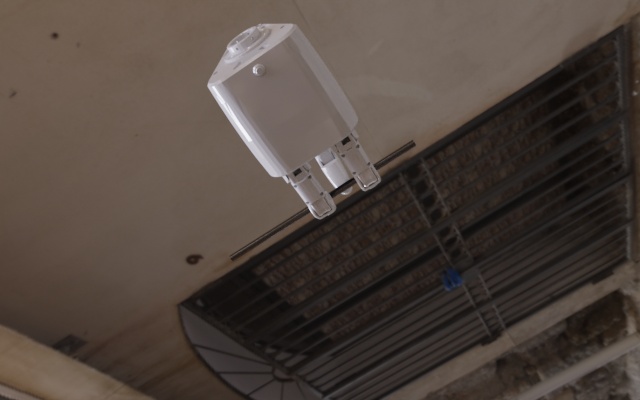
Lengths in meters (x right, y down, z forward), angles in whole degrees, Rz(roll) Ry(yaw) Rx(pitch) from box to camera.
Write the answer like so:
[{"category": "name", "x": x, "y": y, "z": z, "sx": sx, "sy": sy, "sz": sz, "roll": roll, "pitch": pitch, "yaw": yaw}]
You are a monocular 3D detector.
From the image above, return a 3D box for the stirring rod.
[{"category": "stirring rod", "x": 0.000, "y": 0.002, "z": 0.528, "sx": 0.239, "sy": 0.011, "sz": 0.011, "roll": -32, "pitch": -4, "yaw": 7}]
